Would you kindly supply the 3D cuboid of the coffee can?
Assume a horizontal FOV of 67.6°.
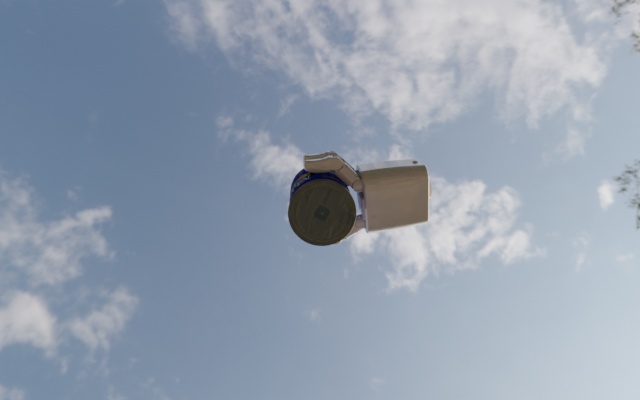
[{"bbox_3d":[0.000,0.003,0.776,0.103,0.103,0.140,0,15,-2],"label":"coffee can"}]
